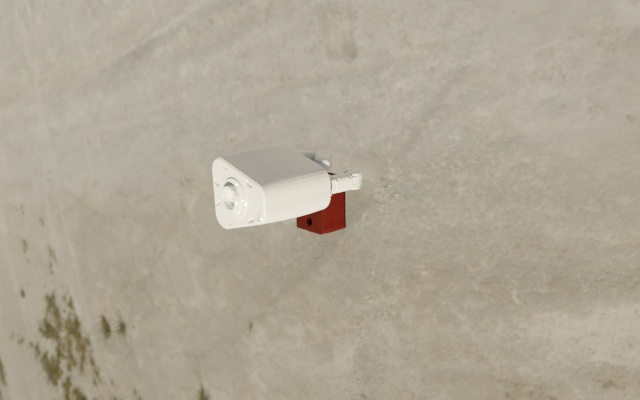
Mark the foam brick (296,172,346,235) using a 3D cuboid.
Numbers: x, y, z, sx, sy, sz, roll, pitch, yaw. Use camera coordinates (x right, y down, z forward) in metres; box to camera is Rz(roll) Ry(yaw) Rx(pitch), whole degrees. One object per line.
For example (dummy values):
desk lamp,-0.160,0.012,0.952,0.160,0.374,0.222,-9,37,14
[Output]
foam brick,0.000,0.002,0.670,0.053,0.078,0.051,14,22,43
